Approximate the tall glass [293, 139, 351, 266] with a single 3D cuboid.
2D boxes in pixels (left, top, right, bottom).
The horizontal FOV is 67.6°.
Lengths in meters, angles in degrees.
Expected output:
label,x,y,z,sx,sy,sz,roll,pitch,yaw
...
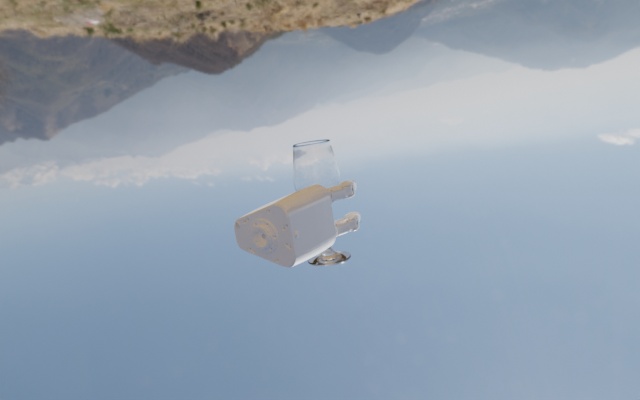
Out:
label,x,y,z,sx,sy,sz,roll,pitch,yaw
tall glass,0.000,0.003,0.793,0.079,0.201,0.079,-8,11,2
